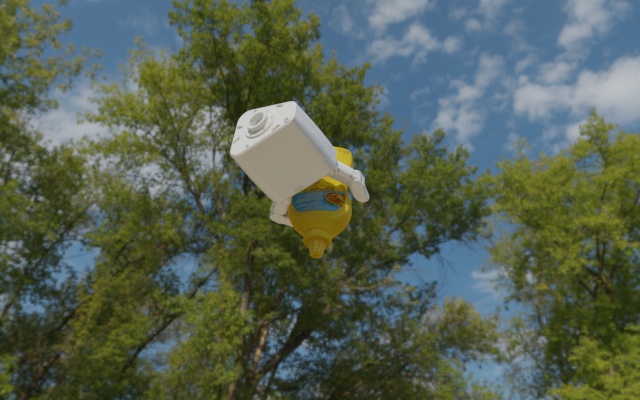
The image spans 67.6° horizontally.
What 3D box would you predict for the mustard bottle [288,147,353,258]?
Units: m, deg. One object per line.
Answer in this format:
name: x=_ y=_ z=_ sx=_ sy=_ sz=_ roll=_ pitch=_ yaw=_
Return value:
mustard bottle: x=0.000 y=0.002 z=0.732 sx=0.096 sy=0.191 sz=0.058 roll=-2 pitch=-39 yaw=8
